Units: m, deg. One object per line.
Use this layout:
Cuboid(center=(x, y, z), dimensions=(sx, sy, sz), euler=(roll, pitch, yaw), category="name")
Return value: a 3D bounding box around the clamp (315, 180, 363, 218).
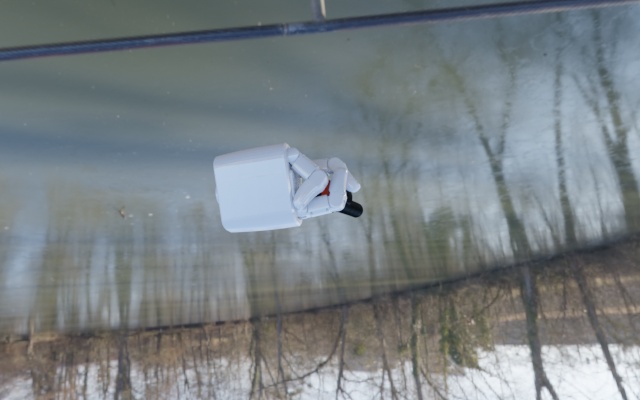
Cuboid(center=(0.000, 0.003, 0.753), dimensions=(0.120, 0.039, 0.171), euler=(-8, -16, 9), category="clamp")
